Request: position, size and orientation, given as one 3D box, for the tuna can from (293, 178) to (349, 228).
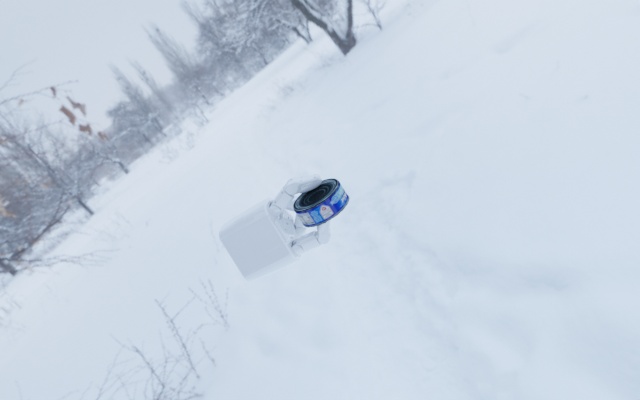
[{"bbox_3d":[0.000,0.002,0.751,0.086,0.034,0.086,-28,22,12],"label":"tuna can"}]
